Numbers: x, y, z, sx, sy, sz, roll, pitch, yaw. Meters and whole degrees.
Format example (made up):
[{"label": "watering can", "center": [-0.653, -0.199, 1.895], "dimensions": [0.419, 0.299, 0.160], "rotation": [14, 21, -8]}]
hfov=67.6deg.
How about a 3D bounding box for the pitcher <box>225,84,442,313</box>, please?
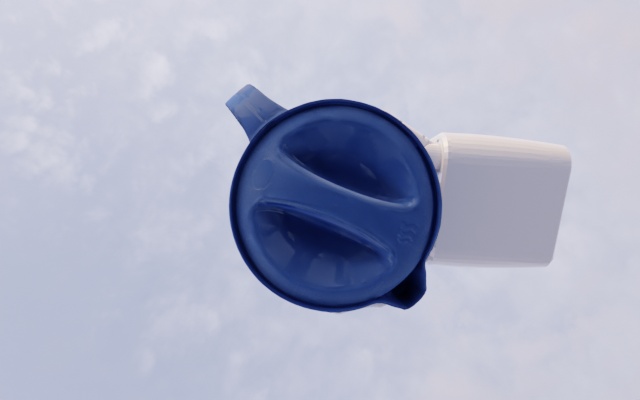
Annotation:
[{"label": "pitcher", "center": [0.000, 0.001, 0.409], "dimensions": [0.145, 0.149, 0.243], "rotation": [3, -4, -2]}]
